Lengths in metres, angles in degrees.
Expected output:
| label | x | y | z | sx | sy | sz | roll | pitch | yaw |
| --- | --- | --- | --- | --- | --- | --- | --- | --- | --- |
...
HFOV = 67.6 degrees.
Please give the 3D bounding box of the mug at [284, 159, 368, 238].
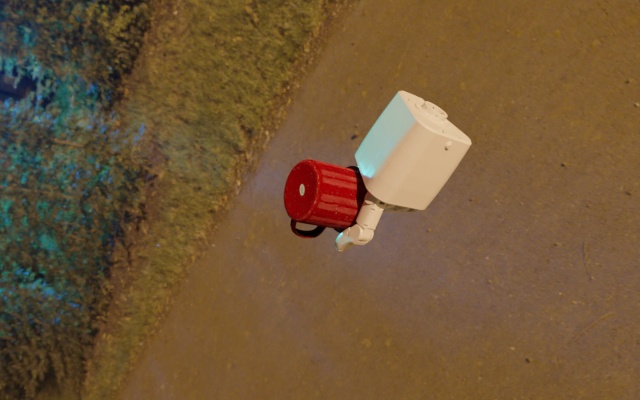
| label | x | y | z | sx | sy | sz | roll | pitch | yaw |
| --- | --- | --- | --- | --- | --- | --- | --- | --- | --- |
| mug | -0.001 | 0.003 | 0.627 | 0.081 | 0.117 | 0.093 | 11 | 34 | -36 |
